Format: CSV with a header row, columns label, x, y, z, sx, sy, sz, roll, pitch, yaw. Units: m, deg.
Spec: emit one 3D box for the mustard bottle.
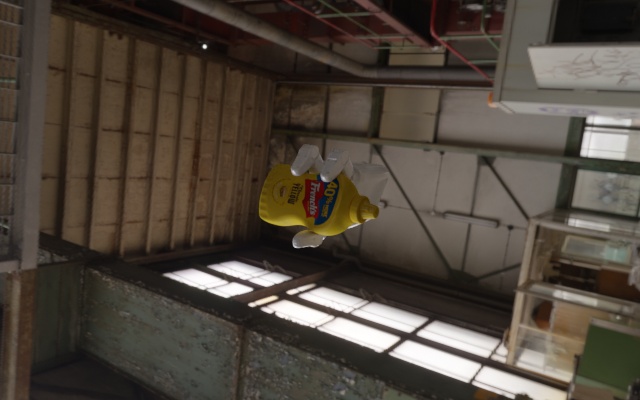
label,x,y,z,sx,sy,sz,roll,pitch,yaw
mustard bottle,0.000,0.002,0.723,0.191,0.096,0.058,11,-13,32
